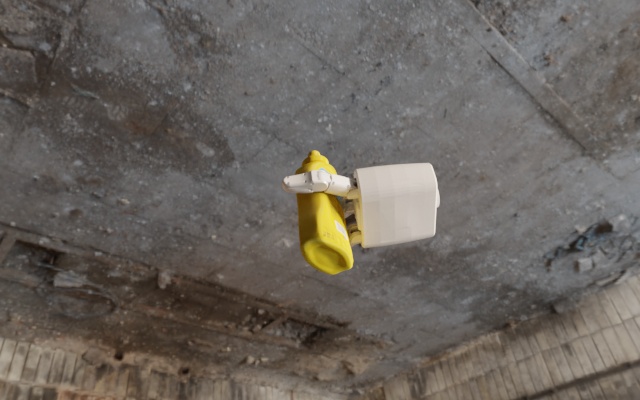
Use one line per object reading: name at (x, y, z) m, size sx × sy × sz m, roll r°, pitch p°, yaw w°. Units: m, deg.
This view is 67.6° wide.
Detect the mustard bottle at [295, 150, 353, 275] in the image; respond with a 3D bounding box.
mustard bottle at (0.000, 0.003, 0.679) m, size 0.058 × 0.191 × 0.096 m, roll -23°, pitch -41°, yaw 19°
